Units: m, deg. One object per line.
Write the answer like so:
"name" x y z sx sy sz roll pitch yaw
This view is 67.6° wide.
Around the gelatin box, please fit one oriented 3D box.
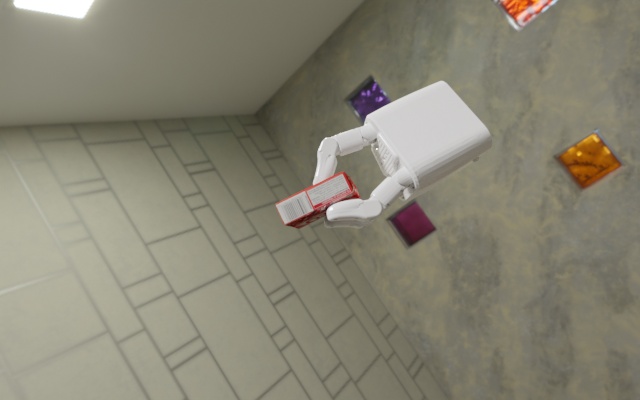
"gelatin box" 0.000 0.002 0.559 0.089 0.030 0.073 -26 -10 6
